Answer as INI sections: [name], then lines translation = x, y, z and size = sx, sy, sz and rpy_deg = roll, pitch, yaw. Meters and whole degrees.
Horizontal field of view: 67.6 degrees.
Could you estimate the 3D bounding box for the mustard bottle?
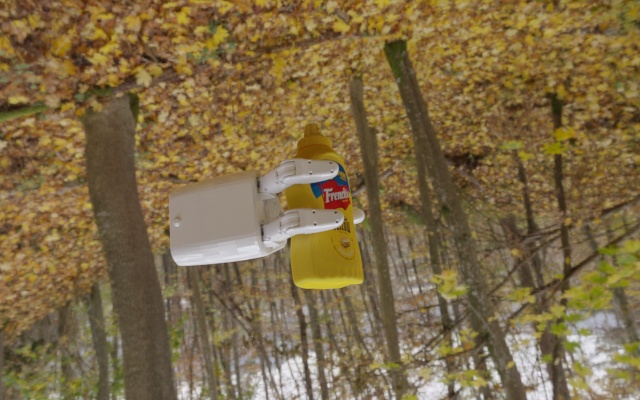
[mustard bottle]
translation = 0.000, 0.002, 0.547
size = 0.058, 0.191, 0.096
rpy_deg = -19, -20, 35
